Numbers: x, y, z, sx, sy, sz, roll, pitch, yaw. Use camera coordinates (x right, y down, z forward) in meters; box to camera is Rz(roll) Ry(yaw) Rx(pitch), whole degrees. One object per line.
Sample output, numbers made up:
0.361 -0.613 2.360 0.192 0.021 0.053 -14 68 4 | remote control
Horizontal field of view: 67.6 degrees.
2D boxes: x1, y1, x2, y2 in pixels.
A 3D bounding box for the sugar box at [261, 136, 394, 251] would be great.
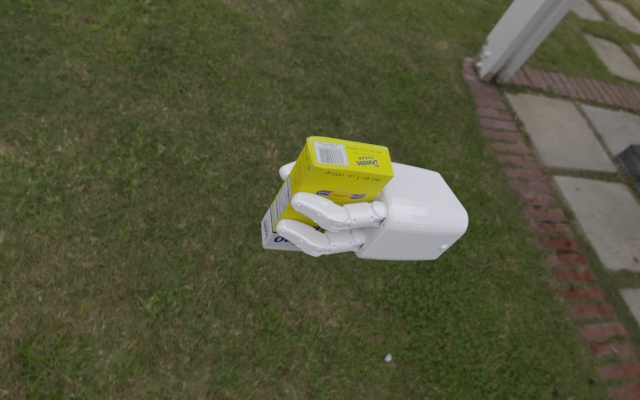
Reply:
0.000 0.002 0.547 0.093 0.048 0.176 6 -37 -21 | sugar box
